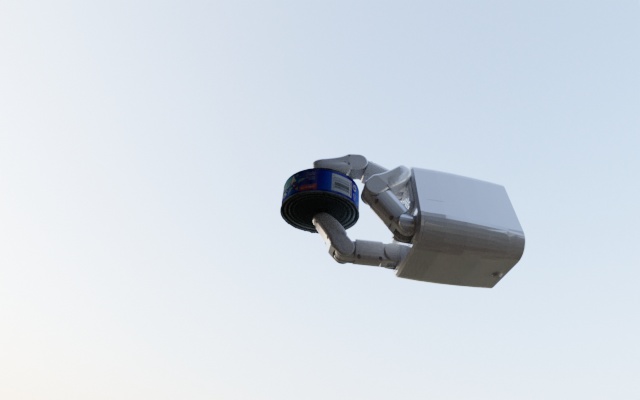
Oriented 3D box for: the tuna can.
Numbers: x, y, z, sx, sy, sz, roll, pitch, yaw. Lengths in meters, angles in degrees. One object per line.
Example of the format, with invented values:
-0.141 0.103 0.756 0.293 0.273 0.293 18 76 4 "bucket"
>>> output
0.000 0.001 0.522 0.086 0.033 0.086 3 -33 2 "tuna can"
